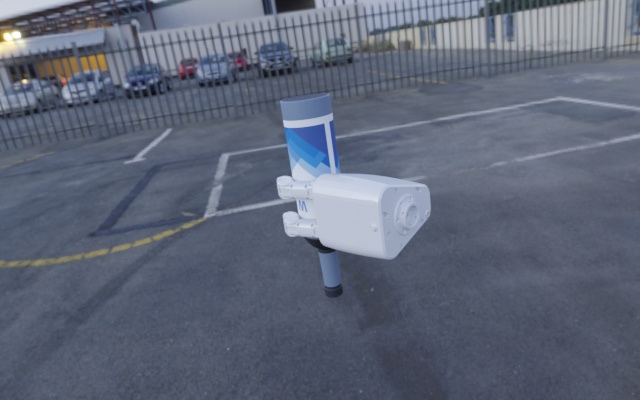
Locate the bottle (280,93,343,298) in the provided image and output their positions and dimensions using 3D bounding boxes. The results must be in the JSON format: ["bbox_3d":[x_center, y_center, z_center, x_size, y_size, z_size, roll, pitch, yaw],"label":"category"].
[{"bbox_3d":[0.000,0.002,0.676,0.069,0.296,0.069,-8,18,3],"label":"bottle"}]
